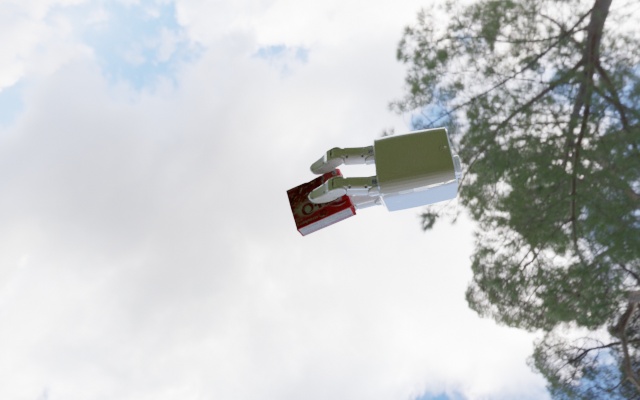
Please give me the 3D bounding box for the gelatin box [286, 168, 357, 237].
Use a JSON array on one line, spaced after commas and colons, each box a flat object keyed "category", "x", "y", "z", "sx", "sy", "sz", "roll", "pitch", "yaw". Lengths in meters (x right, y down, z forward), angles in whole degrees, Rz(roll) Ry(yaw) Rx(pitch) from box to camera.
[{"category": "gelatin box", "x": 0.000, "y": 0.003, "z": 0.704, "sx": 0.089, "sy": 0.073, "sz": 0.030, "roll": -23, "pitch": -34, "yaw": 8}]
